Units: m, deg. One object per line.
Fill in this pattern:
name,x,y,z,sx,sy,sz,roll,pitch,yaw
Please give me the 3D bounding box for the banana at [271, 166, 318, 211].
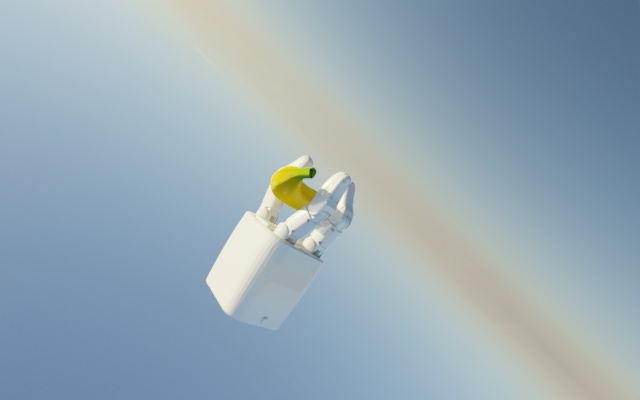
banana,-0.018,-0.004,0.599,0.069,0.037,0.198,18,-9,18
